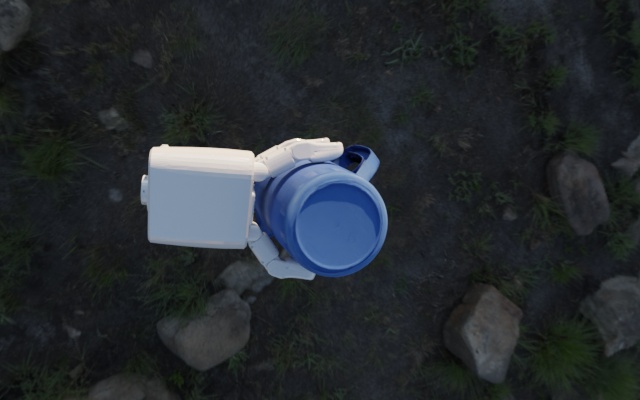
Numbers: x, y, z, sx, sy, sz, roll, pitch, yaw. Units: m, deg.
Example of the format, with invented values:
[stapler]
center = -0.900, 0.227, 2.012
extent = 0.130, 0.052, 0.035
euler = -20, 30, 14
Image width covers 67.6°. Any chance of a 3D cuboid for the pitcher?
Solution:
[pitcher]
center = 0.000, 0.002, 0.583
extent = 0.145, 0.149, 0.243
euler = 5, 7, -13
